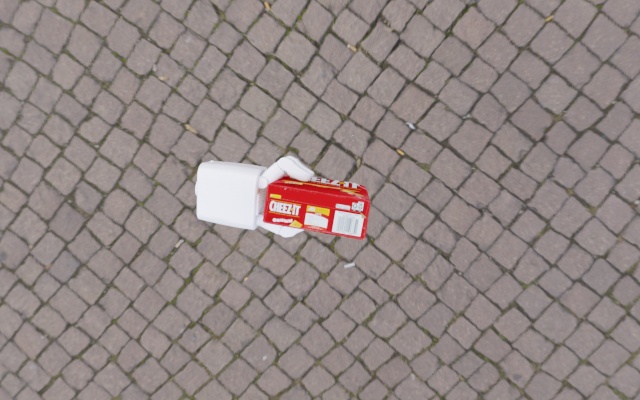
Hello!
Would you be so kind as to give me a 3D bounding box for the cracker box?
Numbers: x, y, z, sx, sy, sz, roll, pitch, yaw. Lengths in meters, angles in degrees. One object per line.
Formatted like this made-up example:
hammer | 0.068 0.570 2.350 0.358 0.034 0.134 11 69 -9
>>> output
cracker box | 0.000 0.003 0.835 0.164 0.072 0.213 9 8 2
